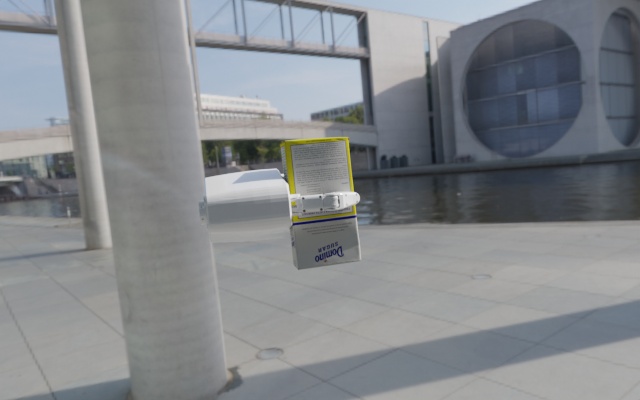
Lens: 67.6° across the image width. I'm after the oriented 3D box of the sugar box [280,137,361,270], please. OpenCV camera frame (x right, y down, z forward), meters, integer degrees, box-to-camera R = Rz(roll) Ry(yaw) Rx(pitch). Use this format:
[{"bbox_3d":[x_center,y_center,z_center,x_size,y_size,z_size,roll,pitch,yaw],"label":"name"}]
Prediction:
[{"bbox_3d":[0.000,0.002,0.668,0.093,0.176,0.048,-6,5,-13],"label":"sugar box"}]
